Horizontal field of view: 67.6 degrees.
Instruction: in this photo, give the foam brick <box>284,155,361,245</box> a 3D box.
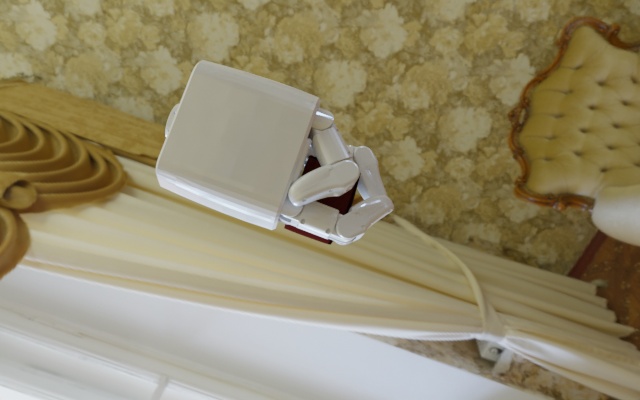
[{"bbox_3d":[0.000,0.002,0.458,0.051,0.053,0.078,19,-23,-3],"label":"foam brick"}]
